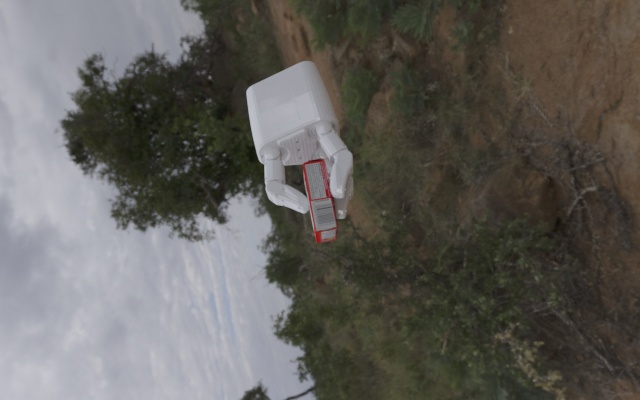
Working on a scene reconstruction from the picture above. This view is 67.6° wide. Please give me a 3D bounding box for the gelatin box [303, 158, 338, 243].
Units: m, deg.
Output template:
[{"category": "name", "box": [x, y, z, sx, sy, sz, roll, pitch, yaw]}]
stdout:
[{"category": "gelatin box", "box": [0.000, 0.002, 0.594, 0.030, 0.089, 0.073, -10, -15, -3]}]
